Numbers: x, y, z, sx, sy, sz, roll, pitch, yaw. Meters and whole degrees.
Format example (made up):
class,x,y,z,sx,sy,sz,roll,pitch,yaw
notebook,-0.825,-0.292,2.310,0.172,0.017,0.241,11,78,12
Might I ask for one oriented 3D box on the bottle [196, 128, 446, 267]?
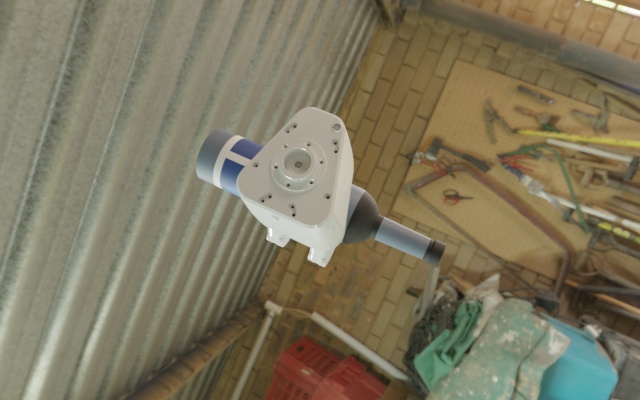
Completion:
class,x,y,z,sx,sy,sz,roll,pitch,yaw
bottle,0.000,0.002,0.550,0.295,0.069,0.069,24,5,11
